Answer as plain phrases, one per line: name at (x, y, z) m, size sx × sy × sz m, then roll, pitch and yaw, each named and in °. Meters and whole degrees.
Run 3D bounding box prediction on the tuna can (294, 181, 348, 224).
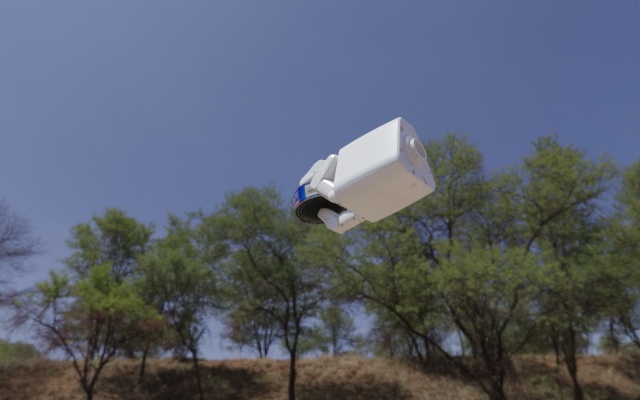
tuna can at (0.000, 0.002, 0.765) m, size 0.086 × 0.033 × 0.086 m, roll -7°, pitch -32°, yaw -4°
